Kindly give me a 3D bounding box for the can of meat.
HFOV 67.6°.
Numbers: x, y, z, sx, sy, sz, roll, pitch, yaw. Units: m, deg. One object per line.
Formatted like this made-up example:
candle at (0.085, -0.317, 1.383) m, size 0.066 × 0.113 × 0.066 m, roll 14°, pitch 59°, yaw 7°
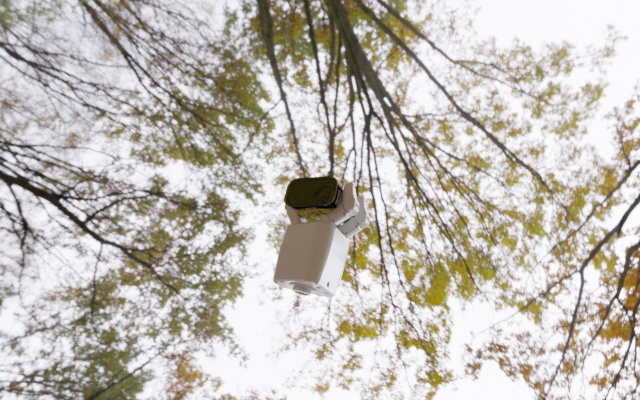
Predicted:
can of meat at (0.000, 0.003, 0.859) m, size 0.102 × 0.057 × 0.084 m, roll -2°, pitch -29°, yaw 29°
